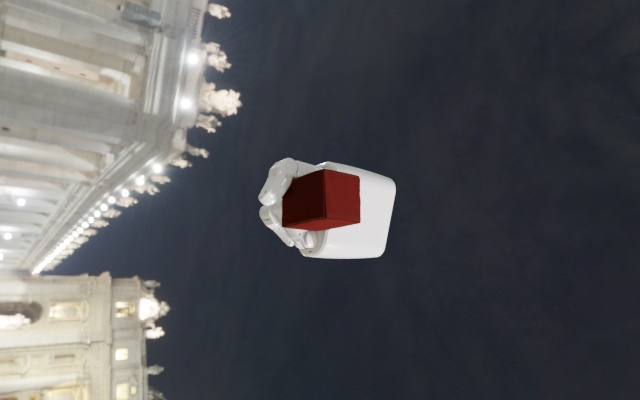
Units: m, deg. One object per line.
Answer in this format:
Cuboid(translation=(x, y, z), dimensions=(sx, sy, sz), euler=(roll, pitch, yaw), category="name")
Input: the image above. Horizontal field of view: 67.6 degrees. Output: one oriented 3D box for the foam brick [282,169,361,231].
Cuboid(translation=(0.000, 0.002, 0.516), dimensions=(0.051, 0.053, 0.078), euler=(9, -15, -37), category="foam brick")
